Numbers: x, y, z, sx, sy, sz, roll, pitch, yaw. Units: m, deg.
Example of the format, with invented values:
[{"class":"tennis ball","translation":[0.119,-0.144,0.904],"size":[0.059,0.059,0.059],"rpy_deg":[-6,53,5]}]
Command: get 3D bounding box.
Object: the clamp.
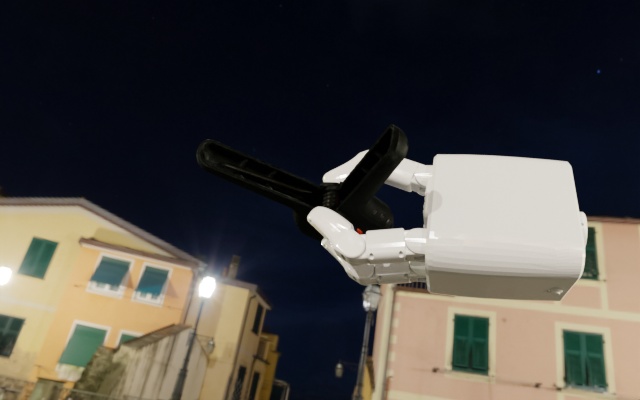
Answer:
[{"class":"clamp","translation":[0.001,0.001,0.423],"size":[0.164,0.036,0.210],"rpy_deg":[3,-26,16]}]
